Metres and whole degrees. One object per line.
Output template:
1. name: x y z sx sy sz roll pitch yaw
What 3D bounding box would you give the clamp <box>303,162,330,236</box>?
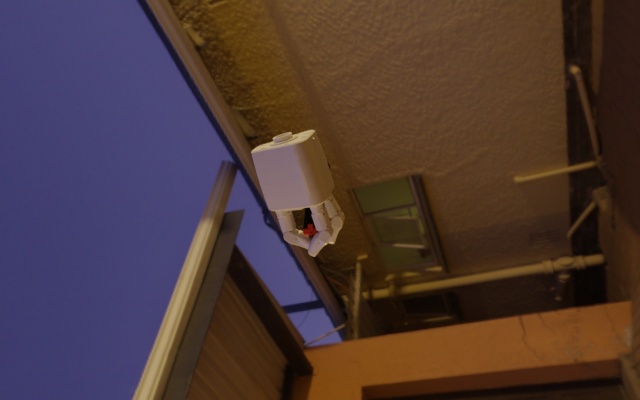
1. clamp: 0.000 0.003 0.867 0.039 0.120 0.171 -12 17 16
